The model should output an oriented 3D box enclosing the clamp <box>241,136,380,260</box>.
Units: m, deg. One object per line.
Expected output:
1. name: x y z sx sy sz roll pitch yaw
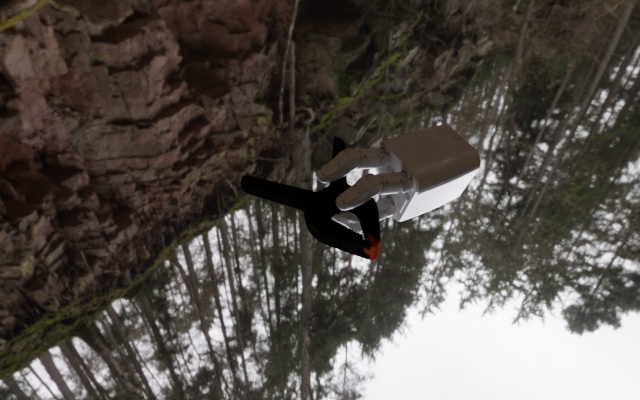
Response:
1. clamp: 0.001 0.003 0.620 0.164 0.036 0.210 -21 49 -15
